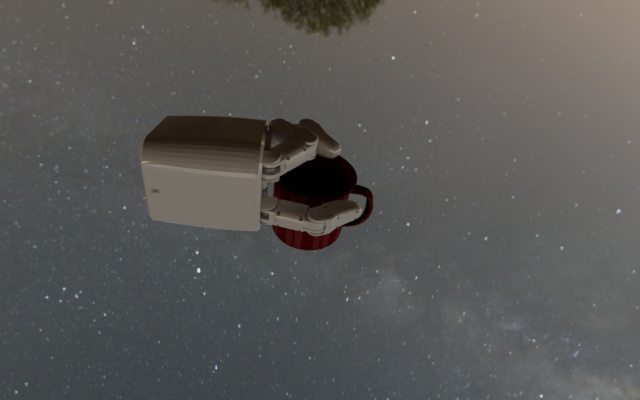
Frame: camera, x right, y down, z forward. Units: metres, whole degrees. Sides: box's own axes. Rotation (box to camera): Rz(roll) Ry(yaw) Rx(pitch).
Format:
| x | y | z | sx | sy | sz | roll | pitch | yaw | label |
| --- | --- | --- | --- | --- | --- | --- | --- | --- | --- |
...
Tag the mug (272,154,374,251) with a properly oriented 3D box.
| x | y | z | sx | sy | sz | roll | pitch | yaw | label |
| --- | --- | --- | --- | --- | --- | --- | --- | --- | --- |
| 0.001 | 0.002 | 0.531 | 0.117 | 0.082 | 0.093 | 6 | 40 | -4 | mug |
